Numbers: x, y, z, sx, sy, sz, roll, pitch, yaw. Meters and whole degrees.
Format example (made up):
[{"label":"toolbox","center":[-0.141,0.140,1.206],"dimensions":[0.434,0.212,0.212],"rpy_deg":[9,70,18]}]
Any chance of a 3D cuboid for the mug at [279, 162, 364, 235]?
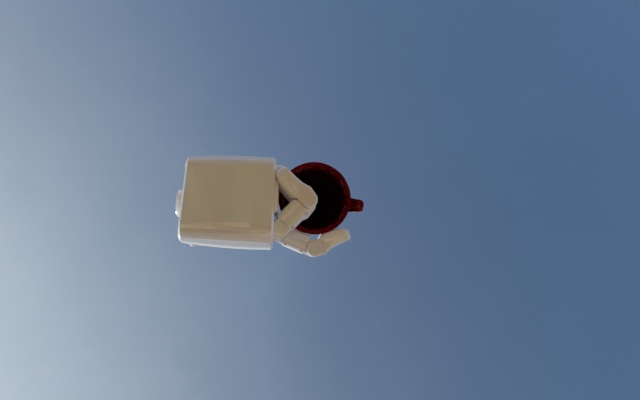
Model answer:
[{"label":"mug","center":[0.002,0.002,0.647],"dimensions":[0.117,0.093,0.081],"rpy_deg":[4,-7,-6]}]
